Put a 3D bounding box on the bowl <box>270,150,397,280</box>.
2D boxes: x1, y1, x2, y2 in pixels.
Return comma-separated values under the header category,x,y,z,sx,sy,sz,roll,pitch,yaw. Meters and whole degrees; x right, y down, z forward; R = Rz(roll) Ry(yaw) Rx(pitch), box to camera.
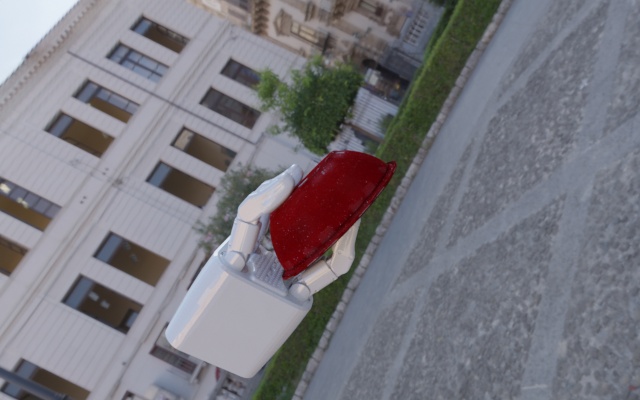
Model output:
category,x,y,z,sx,sy,sz,roll,pitch,yaw
bowl,0.001,0.000,0.477,0.055,0.162,0.162,44,-5,-5
